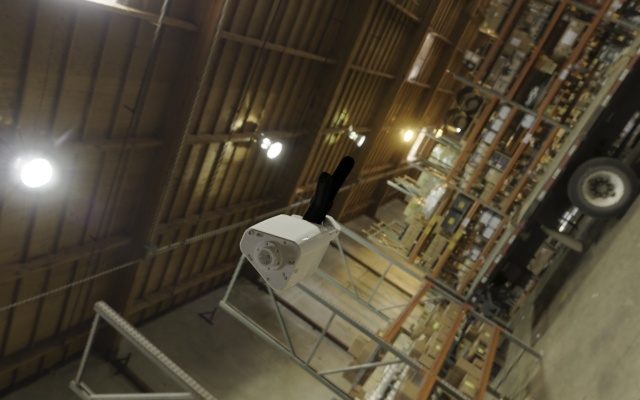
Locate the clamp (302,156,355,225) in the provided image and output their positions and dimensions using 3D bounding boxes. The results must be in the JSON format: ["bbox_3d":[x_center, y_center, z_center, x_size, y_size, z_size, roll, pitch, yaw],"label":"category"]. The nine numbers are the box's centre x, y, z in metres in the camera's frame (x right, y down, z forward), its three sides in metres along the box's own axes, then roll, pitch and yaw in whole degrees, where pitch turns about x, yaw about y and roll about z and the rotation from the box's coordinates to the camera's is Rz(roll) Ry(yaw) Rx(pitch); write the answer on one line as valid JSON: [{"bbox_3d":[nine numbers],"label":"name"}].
[{"bbox_3d":[0.000,0.003,0.842,0.039,0.171,0.120,32,21,18],"label":"clamp"}]
